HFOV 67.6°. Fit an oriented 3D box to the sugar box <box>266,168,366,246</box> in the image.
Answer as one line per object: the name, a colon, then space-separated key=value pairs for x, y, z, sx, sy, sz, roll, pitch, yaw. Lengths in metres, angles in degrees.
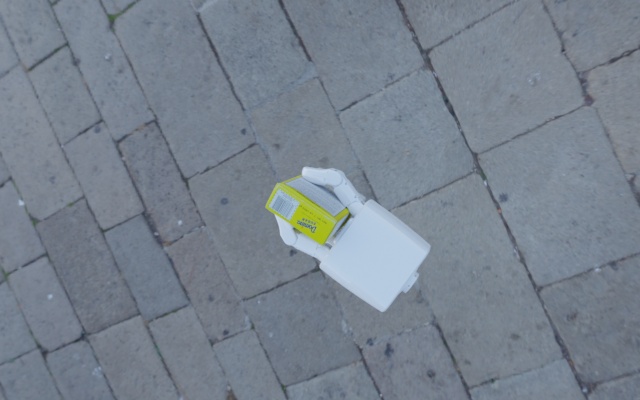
sugar box: x=0.000 y=0.003 z=0.681 sx=0.093 sy=0.048 sz=0.176 roll=34 pitch=16 yaw=10
